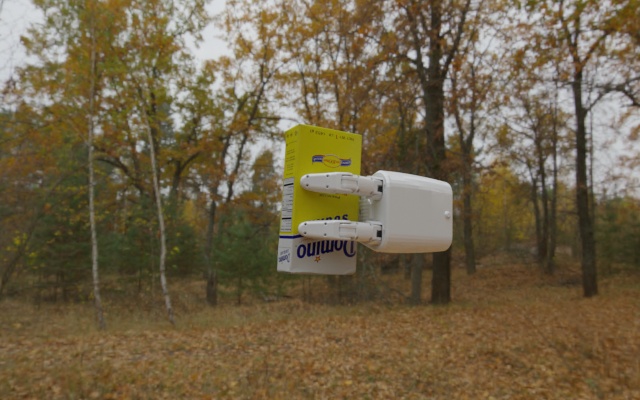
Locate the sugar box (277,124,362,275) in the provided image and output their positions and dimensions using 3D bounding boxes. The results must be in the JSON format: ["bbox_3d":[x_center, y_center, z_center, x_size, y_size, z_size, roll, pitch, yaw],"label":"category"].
[{"bbox_3d":[0.000,0.002,0.586,0.093,0.176,0.048,5,-8,-28],"label":"sugar box"}]
